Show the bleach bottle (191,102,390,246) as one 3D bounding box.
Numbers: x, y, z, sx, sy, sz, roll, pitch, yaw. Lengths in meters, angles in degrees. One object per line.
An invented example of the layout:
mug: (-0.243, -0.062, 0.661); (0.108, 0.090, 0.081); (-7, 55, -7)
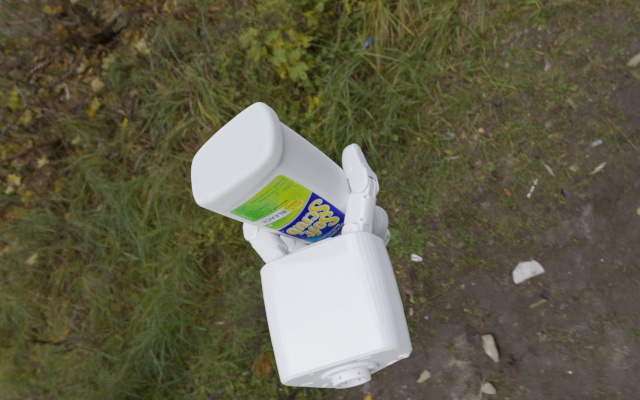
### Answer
bleach bottle: (0.000, 0.002, 0.481); (0.102, 0.068, 0.251); (-32, -37, 26)
